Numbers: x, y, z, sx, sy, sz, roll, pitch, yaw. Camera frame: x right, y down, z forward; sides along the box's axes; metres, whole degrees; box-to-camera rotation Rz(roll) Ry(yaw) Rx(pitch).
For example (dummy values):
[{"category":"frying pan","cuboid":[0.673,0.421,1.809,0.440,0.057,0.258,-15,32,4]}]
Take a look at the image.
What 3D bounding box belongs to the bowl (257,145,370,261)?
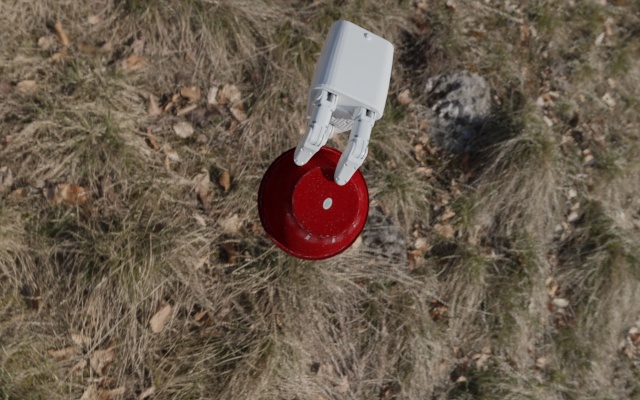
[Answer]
[{"category":"bowl","cuboid":[0.000,0.003,0.634,0.162,0.162,0.055,0,0,-17]}]
